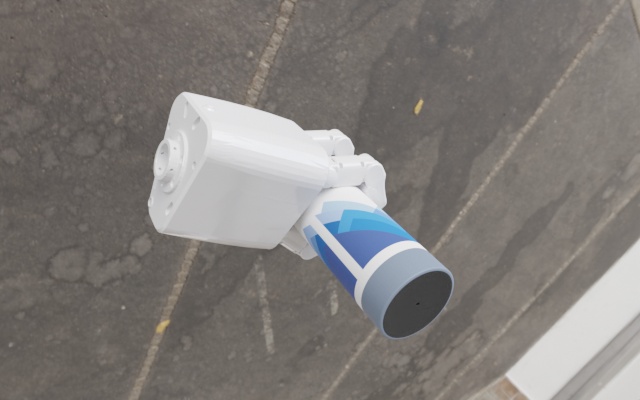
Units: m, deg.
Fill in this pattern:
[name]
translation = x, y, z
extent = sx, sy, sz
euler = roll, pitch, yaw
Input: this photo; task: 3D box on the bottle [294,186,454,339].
[bottle]
translation = 0.000, 0.002, 0.449
extent = 0.069, 0.069, 0.295
euler = 0, 30, -34
